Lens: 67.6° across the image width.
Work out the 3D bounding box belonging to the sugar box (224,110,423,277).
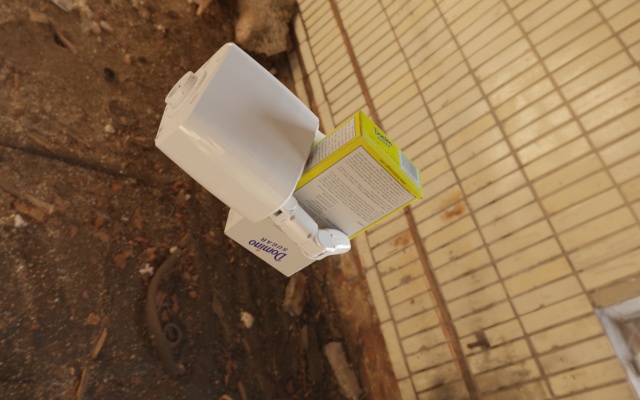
[{"bbox_3d":[0.000,0.001,0.461,0.176,0.048,0.093,-31,-56,30],"label":"sugar box"}]
